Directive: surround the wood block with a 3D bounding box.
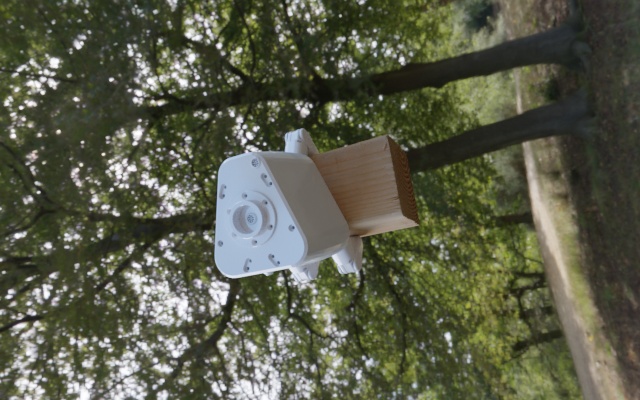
[{"bbox_3d":[0.000,0.002,0.563,0.206,0.090,0.090,-13,-14,21],"label":"wood block"}]
